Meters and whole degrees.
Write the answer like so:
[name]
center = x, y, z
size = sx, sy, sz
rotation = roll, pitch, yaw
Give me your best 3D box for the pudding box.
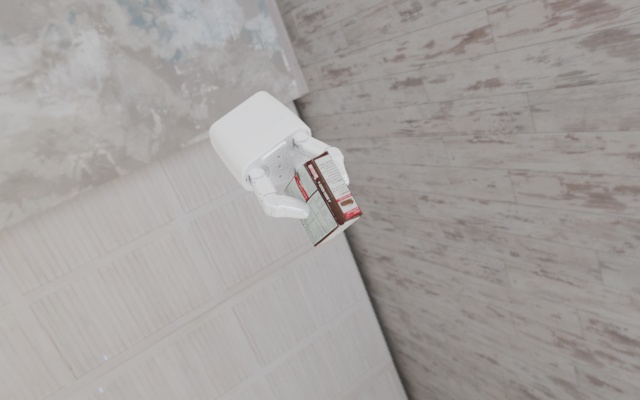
[pudding box]
center = 0.000, 0.002, 0.603
size = 0.039, 0.090, 0.113
rotation = -27, -8, -21
